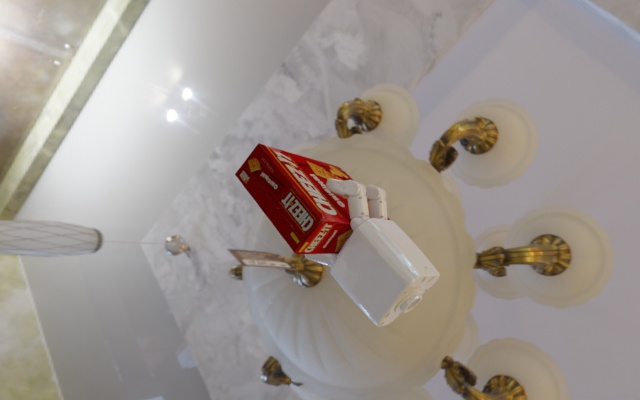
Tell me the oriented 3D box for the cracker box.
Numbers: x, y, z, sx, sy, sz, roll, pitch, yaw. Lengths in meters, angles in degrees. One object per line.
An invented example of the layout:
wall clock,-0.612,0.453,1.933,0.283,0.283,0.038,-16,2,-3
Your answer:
cracker box,0.000,0.003,0.730,0.164,0.072,0.214,49,21,28
